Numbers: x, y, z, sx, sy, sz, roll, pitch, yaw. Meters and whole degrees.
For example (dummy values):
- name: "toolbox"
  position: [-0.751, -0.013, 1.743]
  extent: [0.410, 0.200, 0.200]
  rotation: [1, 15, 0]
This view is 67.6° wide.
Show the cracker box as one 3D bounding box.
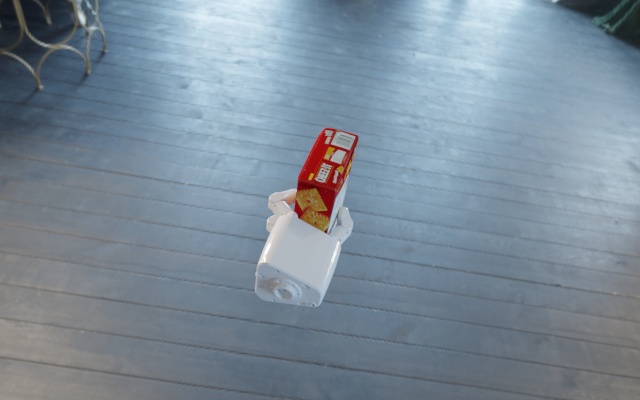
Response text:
- name: "cracker box"
  position: [0.000, 0.003, 0.851]
  extent: [0.072, 0.214, 0.164]
  rotation: [17, 43, 6]
